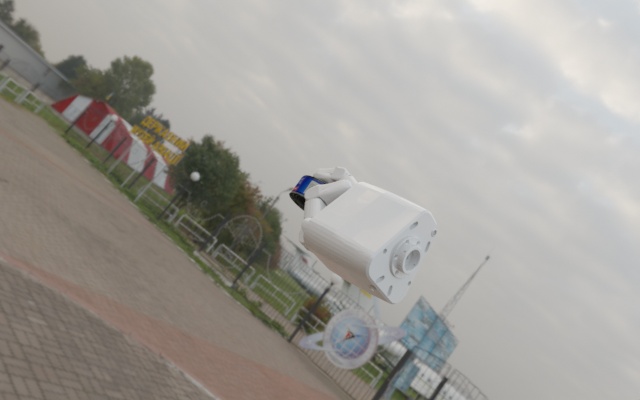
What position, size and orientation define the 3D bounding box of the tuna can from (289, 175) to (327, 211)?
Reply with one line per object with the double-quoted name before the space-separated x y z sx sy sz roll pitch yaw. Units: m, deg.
"tuna can" 0.000 0.002 0.673 0.086 0.033 0.086 33 -13 9
